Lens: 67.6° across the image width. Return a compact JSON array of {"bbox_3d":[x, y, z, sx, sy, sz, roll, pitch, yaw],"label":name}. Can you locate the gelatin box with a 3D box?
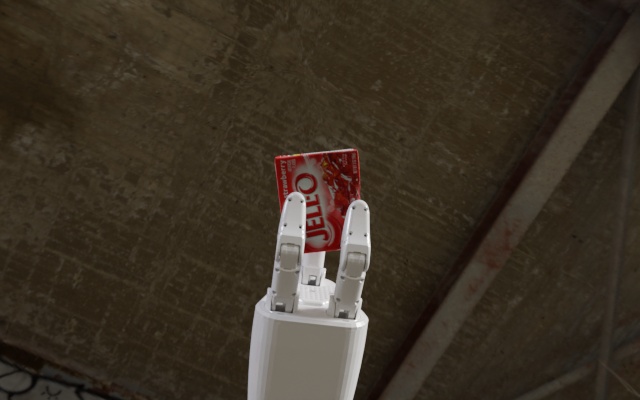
[{"bbox_3d":[0.000,0.001,0.428,0.073,0.089,0.030,-6,7,-2],"label":"gelatin box"}]
